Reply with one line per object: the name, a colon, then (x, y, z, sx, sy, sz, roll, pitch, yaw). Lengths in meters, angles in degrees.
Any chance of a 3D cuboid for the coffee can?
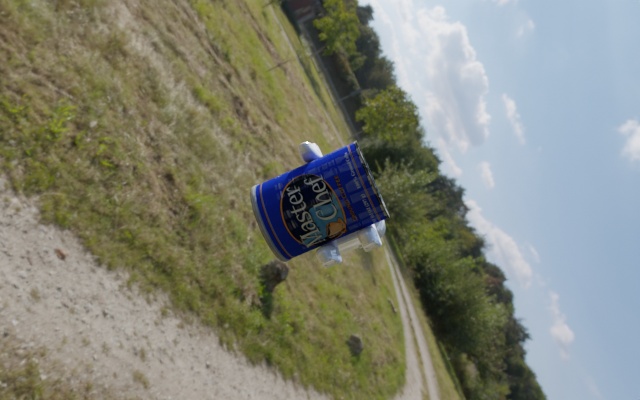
coffee can: (0.000, 0.002, 0.585, 0.140, 0.103, 0.103, -23, -4, 8)
